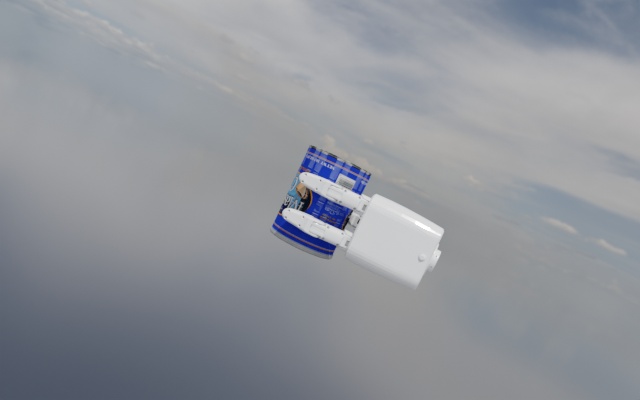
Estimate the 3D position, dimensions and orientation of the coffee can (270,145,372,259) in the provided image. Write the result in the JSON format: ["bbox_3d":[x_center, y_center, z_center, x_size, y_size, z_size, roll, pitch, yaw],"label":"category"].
[{"bbox_3d":[0.000,0.002,0.712,0.103,0.140,0.103,25,3,-1],"label":"coffee can"}]
